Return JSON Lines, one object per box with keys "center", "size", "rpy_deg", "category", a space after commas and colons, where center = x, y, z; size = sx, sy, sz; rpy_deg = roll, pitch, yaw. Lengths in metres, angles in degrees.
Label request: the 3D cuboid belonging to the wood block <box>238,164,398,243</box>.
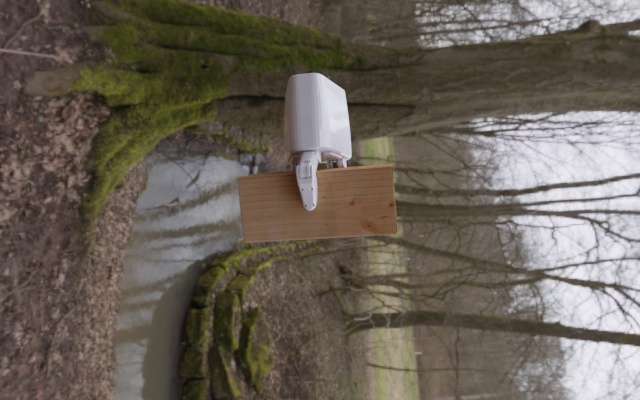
{"center": [0.000, 0.002, 0.666], "size": [0.206, 0.090, 0.091], "rpy_deg": [-4, 6, 9], "category": "wood block"}
